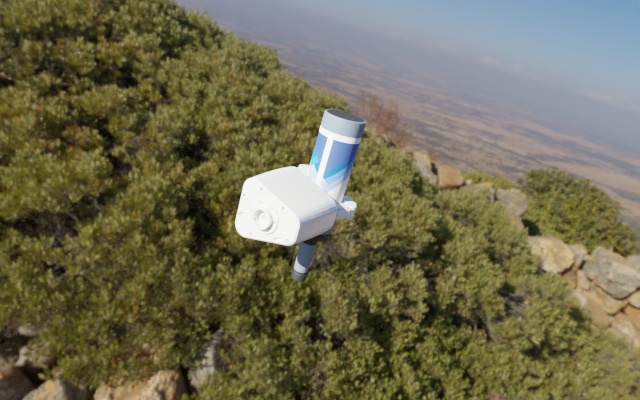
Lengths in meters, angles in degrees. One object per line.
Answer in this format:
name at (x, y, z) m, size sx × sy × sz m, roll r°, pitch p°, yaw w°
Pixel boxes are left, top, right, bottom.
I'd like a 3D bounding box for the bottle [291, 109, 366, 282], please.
bottle at (0.000, 0.002, 0.784) m, size 0.069 × 0.296 × 0.069 m, roll 14°, pitch 20°, yaw -5°
